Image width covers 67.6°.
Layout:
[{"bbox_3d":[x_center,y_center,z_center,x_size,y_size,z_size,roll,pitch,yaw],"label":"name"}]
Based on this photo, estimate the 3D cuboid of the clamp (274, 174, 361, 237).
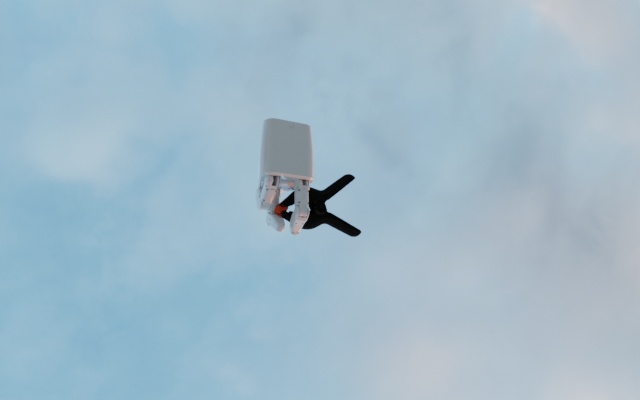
[{"bbox_3d":[0.000,0.003,0.891,0.171,0.120,0.039,7,-17,-26],"label":"clamp"}]
